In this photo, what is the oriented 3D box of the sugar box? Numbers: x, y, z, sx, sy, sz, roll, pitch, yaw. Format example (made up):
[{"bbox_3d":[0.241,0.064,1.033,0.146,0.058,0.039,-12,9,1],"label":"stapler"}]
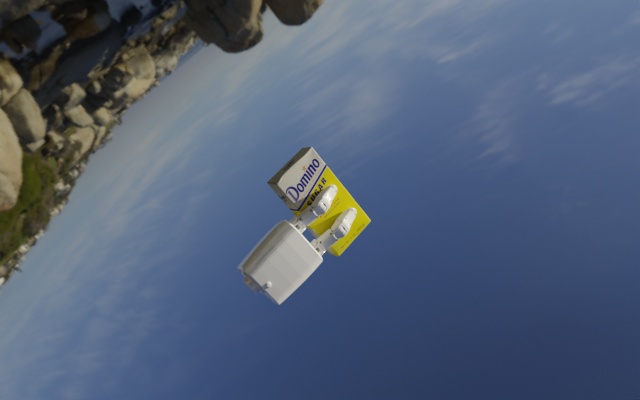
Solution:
[{"bbox_3d":[0.000,0.003,0.828,0.093,0.176,0.048,-47,23,-17],"label":"sugar box"}]
